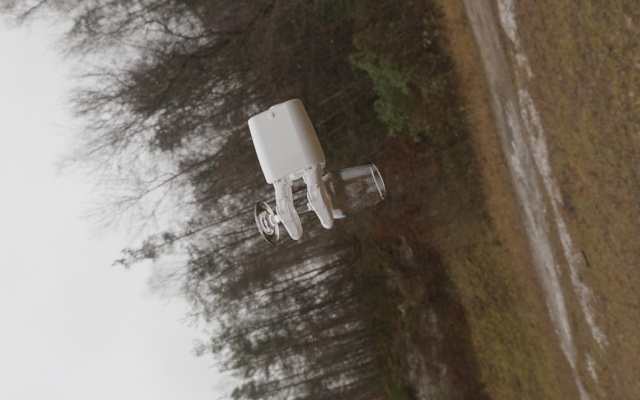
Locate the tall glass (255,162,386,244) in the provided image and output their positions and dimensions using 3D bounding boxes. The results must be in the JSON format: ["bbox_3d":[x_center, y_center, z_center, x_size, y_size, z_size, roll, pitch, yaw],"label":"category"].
[{"bbox_3d":[0.000,0.003,0.759,0.201,0.079,0.079,-20,-6,17],"label":"tall glass"}]
